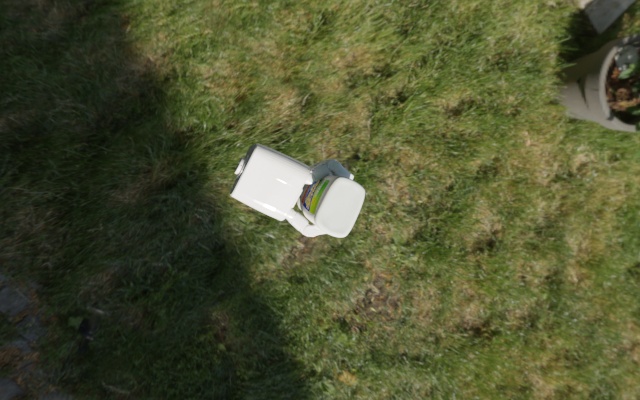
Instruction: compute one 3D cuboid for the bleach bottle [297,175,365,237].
[{"bbox_3d":[0.000,0.003,0.900,0.068,0.102,0.251,27,-5,-16],"label":"bleach bottle"}]
